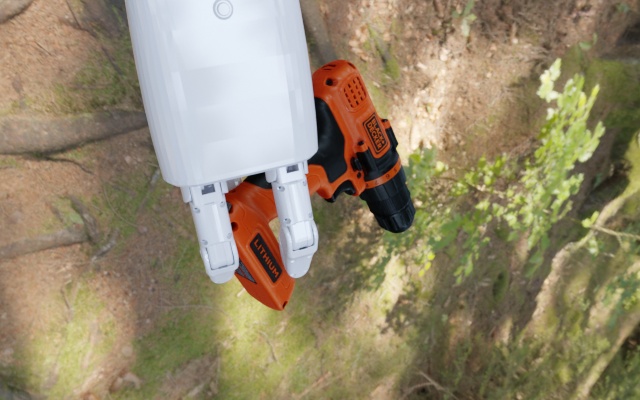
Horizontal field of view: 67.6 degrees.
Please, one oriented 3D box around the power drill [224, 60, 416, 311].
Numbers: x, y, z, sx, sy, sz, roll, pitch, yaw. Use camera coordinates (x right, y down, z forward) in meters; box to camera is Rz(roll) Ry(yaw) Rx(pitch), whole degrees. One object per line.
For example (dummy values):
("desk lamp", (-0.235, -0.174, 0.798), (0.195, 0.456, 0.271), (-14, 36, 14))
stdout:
("power drill", (0.000, 0.001, 0.414), (0.057, 0.184, 0.187), (10, 48, 50))
